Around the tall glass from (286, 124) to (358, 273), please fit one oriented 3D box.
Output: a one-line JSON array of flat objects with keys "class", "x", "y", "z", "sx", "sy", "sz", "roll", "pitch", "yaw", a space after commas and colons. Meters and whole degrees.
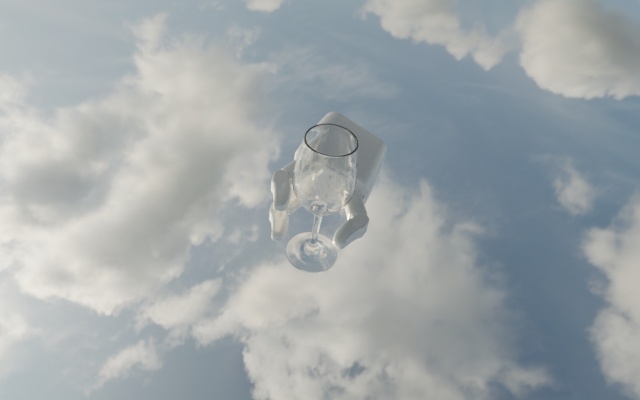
[{"class": "tall glass", "x": 0.000, "y": 0.003, "z": 0.604, "sx": 0.079, "sy": 0.079, "sz": 0.201, "roll": 5, "pitch": -45, "yaw": -5}]
